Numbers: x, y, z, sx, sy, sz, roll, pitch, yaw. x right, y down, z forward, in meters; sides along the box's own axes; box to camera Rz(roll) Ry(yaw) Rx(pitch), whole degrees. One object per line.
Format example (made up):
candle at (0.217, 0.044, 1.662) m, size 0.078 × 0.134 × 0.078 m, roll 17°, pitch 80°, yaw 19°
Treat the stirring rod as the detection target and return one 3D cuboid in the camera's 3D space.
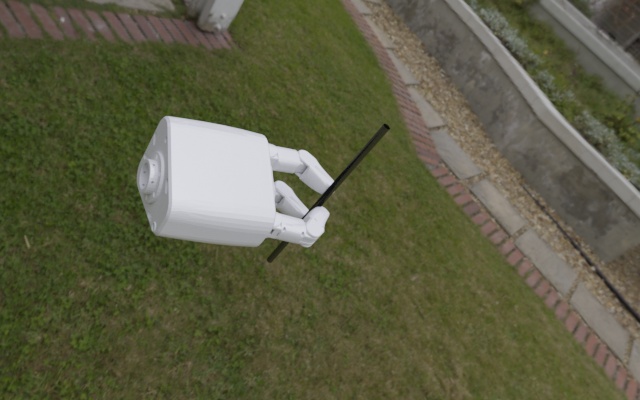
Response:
stirring rod at (0.000, 0.002, 0.536) m, size 0.011 × 0.011 × 0.240 m, roll 0°, pitch -38°, yaw -43°
